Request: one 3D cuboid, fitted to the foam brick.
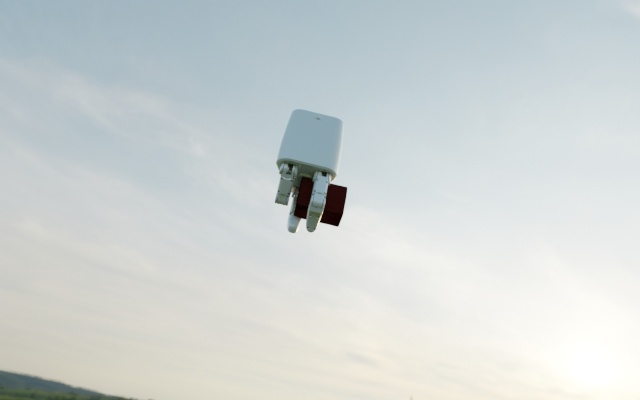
[{"bbox_3d":[0.000,0.003,0.775,0.078,0.051,0.053,13,-28,-3],"label":"foam brick"}]
